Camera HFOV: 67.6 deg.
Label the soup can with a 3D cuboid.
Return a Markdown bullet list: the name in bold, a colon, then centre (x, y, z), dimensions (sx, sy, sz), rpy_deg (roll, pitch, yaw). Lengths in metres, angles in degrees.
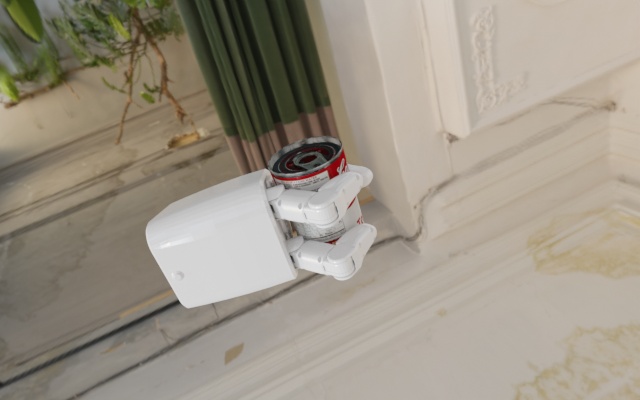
- **soup can**: centre (0.001, 0.001, 0.440), dimensions (0.068, 0.102, 0.068), rpy_deg (-14, 30, 8)
